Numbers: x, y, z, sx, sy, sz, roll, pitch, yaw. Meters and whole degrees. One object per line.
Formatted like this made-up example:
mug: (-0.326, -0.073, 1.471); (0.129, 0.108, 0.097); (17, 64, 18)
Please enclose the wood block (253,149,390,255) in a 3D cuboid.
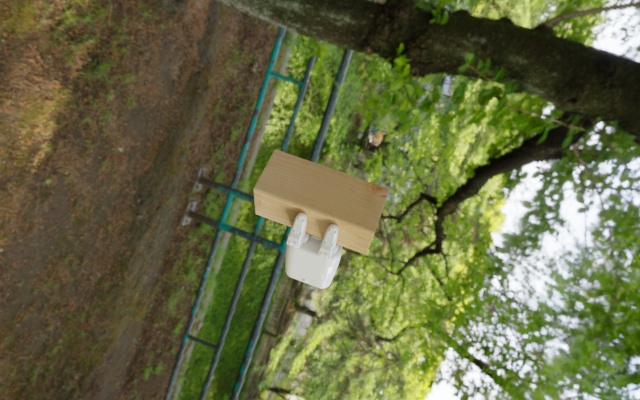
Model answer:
wood block: (0.000, 0.003, 0.811); (0.206, 0.090, 0.090); (19, -30, 7)
